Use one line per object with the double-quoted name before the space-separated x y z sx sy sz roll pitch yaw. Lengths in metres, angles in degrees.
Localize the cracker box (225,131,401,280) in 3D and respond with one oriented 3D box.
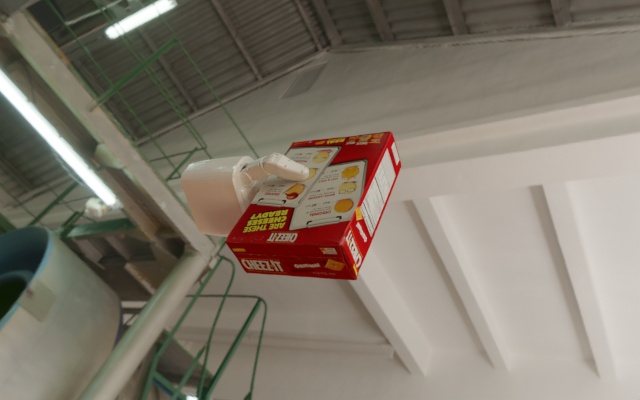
"cracker box" 0.000 0.002 0.633 0.164 0.072 0.213 -2 41 30
